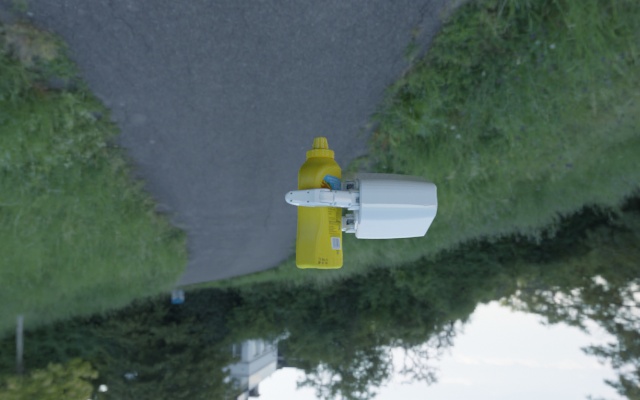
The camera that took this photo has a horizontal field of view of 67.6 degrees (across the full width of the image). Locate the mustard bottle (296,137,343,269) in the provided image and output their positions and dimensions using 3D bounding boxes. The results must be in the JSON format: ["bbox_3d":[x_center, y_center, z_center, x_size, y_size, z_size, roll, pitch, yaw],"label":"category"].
[{"bbox_3d":[0.000,0.003,0.697,0.058,0.191,0.096,-3,-8,25],"label":"mustard bottle"}]
